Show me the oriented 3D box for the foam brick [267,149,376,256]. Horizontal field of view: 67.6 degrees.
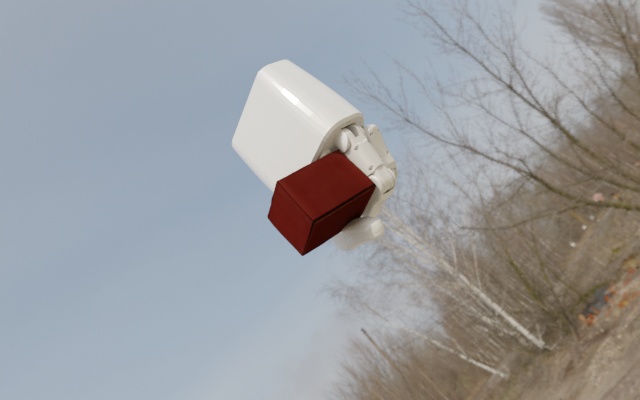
[{"bbox_3d":[0.000,0.002,0.424,0.078,0.051,0.053,-30,-24,-35],"label":"foam brick"}]
